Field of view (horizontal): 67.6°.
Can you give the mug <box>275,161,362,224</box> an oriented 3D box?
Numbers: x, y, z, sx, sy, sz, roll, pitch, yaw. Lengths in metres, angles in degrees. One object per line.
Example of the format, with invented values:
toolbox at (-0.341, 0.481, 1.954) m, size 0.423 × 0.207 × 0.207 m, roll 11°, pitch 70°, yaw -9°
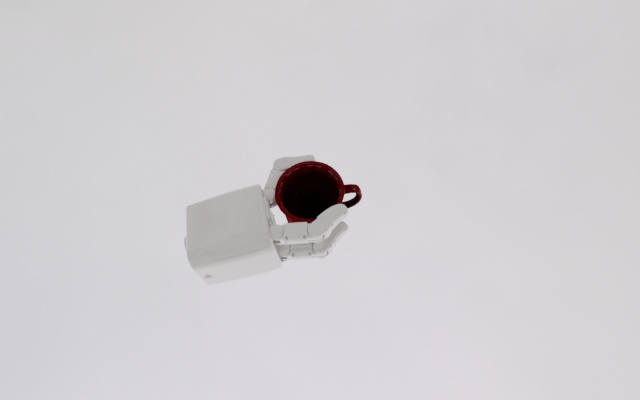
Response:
mug at (0.002, 0.002, 0.666) m, size 0.117 × 0.093 × 0.081 m, roll -14°, pitch -27°, yaw -2°
